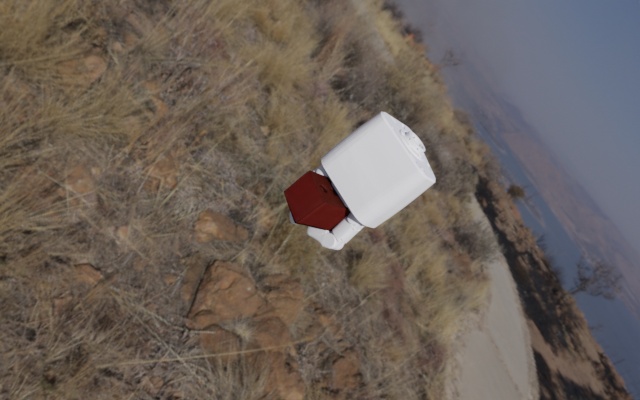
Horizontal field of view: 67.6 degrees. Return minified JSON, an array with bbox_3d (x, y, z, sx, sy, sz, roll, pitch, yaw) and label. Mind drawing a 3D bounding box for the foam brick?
[{"bbox_3d":[0.000,0.002,0.634,0.051,0.053,0.078,-38,-31,26],"label":"foam brick"}]
